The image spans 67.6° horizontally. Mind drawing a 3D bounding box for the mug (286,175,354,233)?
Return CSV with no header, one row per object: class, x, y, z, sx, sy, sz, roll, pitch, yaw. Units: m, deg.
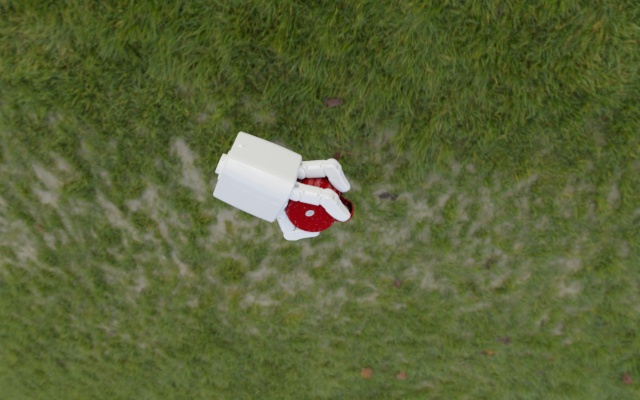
mug,0.001,0.003,0.787,0.117,0.093,0.081,23,39,-10
